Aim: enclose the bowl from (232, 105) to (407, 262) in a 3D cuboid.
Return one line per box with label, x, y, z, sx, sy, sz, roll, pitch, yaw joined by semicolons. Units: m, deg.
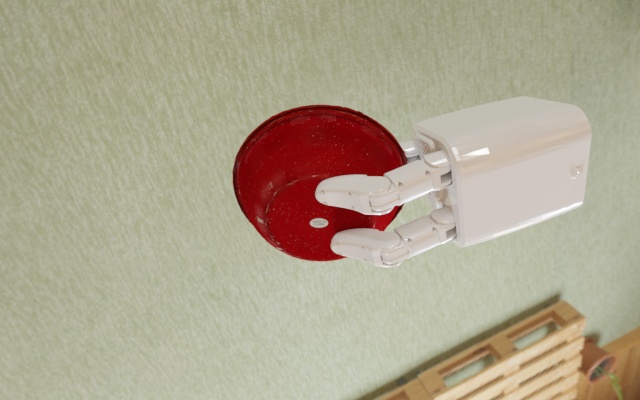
bowl;-0.001;0.002;0.417;0.162;0.162;0.055;0;37;1
